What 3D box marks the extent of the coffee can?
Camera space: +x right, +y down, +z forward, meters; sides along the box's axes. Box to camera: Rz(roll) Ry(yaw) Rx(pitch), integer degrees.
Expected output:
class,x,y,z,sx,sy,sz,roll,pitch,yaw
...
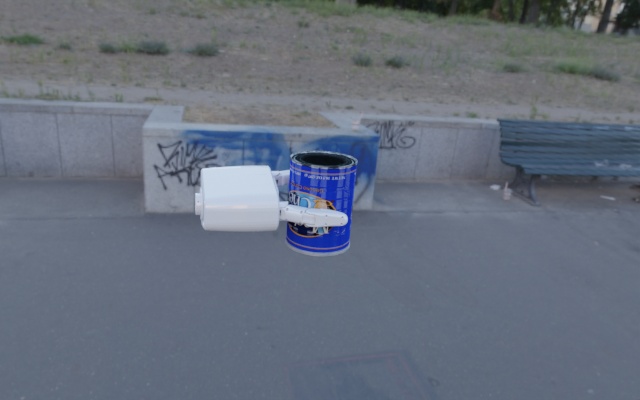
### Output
class,x,y,z,sx,sy,sz,roll,pitch,yaw
coffee can,0.000,0.003,0.739,0.103,0.140,0.102,4,18,-1
